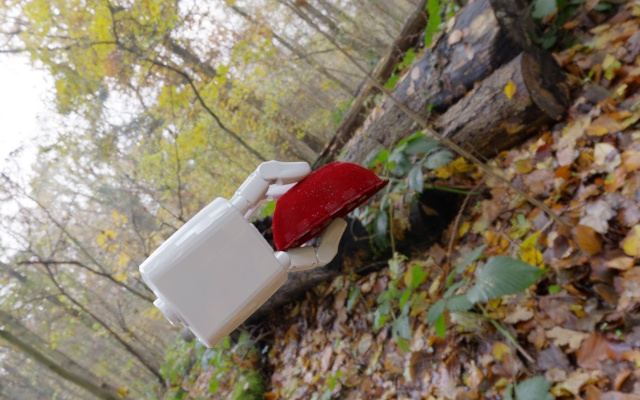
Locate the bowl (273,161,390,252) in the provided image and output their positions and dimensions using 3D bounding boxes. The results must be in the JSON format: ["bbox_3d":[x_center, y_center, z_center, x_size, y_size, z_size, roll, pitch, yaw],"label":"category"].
[{"bbox_3d":[0.001,0.001,0.563,0.162,0.055,0.162,-34,-6,-4],"label":"bowl"}]
